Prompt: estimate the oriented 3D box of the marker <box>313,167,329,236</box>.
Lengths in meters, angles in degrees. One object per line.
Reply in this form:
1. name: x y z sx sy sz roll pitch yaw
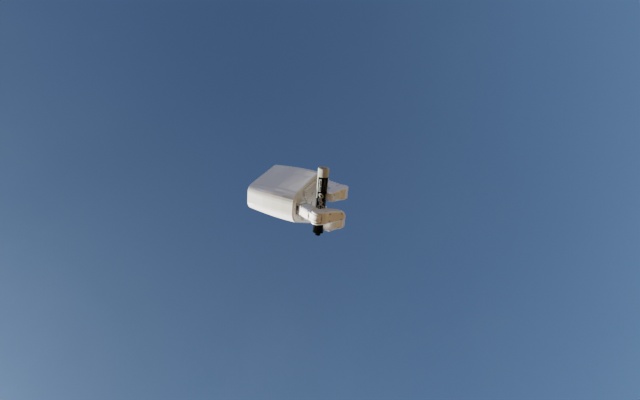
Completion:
1. marker: 0.000 0.003 0.817 0.020 0.121 0.020 5 17 -1
